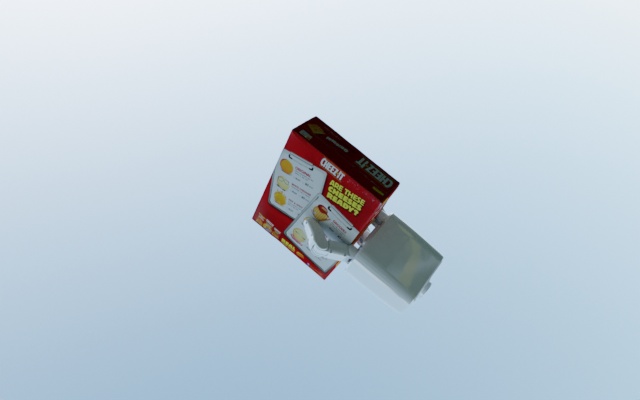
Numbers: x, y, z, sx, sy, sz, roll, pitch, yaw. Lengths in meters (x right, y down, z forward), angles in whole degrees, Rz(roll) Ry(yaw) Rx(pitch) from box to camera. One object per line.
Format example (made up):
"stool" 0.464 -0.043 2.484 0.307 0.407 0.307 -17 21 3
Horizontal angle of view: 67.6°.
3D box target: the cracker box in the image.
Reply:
"cracker box" 0.000 0.003 0.742 0.072 0.164 0.214 -42 -12 -44
